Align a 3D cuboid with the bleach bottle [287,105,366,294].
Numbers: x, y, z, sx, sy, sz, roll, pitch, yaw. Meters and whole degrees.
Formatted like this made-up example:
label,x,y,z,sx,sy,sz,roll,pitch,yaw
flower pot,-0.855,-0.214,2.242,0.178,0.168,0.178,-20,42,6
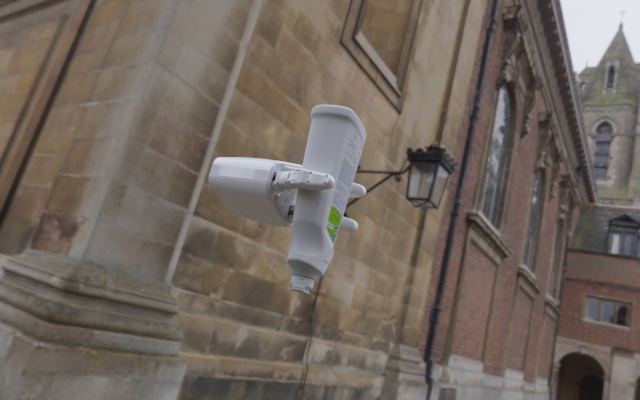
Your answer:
label,x,y,z,sx,sy,sz,roll,pitch,yaw
bleach bottle,0.000,0.002,0.662,0.068,0.250,0.103,8,-15,24
